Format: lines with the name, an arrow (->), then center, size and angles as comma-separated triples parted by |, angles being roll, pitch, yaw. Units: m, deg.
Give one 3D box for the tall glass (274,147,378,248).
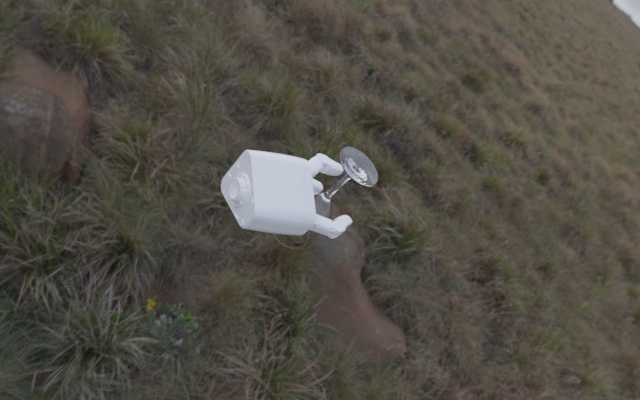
tall glass -> 0.001, 0.002, 0.783 | 0.079, 0.079, 0.201 | 0, -34, -45
